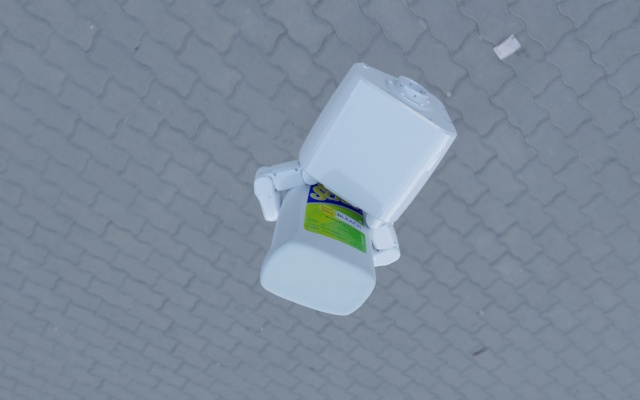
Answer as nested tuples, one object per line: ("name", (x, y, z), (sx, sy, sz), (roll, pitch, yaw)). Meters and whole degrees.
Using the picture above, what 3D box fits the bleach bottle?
("bleach bottle", (0.000, 0.002, 0.515), (0.102, 0.068, 0.250), (24, 31, -15))
